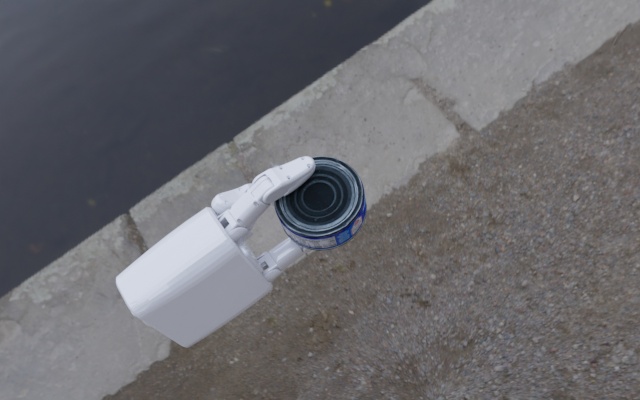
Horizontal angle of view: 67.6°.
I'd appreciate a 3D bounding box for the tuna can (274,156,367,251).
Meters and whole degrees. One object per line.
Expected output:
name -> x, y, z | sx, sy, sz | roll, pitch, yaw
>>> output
tuna can -> 0.000, 0.001, 0.450 | 0.086, 0.086, 0.034 | 0, -26, 9
